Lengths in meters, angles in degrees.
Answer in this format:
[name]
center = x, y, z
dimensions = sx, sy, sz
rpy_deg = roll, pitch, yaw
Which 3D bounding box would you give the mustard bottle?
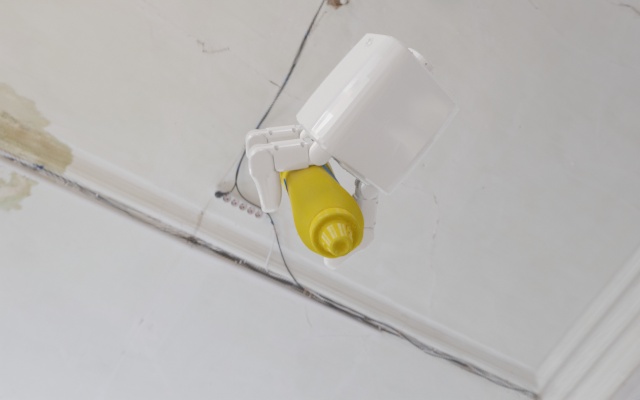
[mustard bottle]
center = 0.000, 0.002, 0.455
dimensions = 0.058, 0.096, 0.191
rpy_deg = -27, 24, 0
